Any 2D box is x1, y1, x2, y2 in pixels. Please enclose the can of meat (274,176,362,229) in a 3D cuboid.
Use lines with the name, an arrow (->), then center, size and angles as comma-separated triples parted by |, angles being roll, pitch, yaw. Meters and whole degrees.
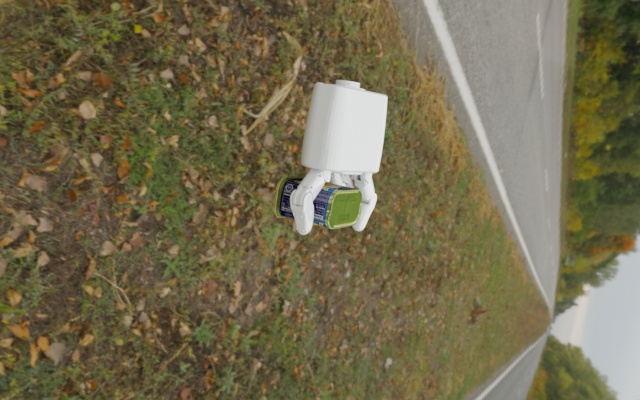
can of meat -> 0.000, 0.002, 0.653 | 0.084, 0.057, 0.102 | 13, 9, 28
